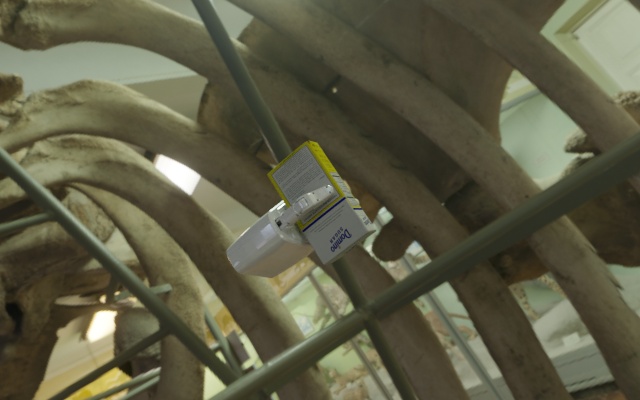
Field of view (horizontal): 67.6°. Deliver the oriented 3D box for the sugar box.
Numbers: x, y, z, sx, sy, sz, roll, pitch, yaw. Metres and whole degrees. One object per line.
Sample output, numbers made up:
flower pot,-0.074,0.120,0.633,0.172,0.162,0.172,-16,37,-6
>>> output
sugar box,0.000,0.002,0.750,0.093,0.176,0.048,-38,-14,21
